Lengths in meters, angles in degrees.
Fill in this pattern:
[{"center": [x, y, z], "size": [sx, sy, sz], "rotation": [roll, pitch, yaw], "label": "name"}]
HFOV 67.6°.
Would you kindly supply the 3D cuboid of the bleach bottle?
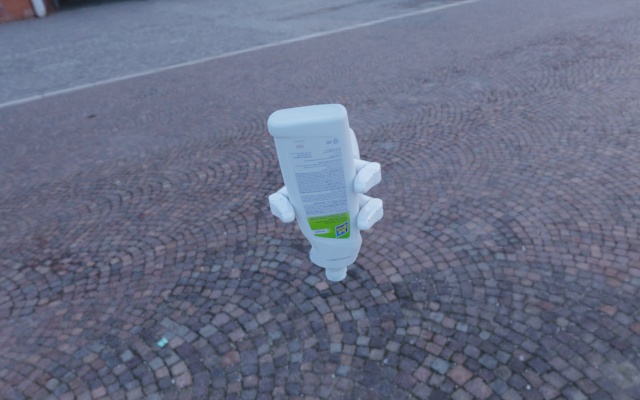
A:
[{"center": [0.000, 0.002, 0.645], "size": [0.102, 0.251, 0.068], "rotation": [-6, 28, 4], "label": "bleach bottle"}]
